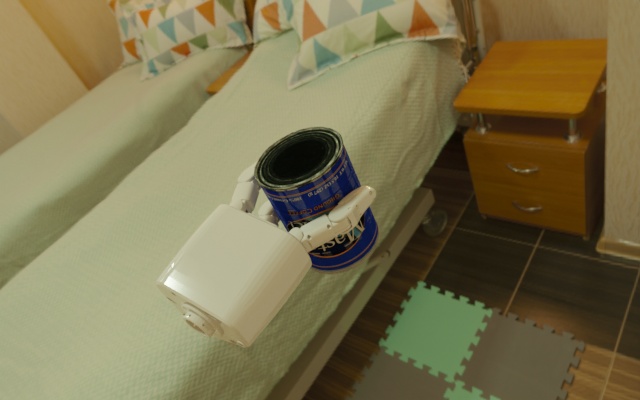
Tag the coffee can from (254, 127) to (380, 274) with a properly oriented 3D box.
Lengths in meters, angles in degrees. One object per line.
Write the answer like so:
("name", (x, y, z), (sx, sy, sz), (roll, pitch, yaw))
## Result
("coffee can", (0.000, 0.002, 0.550), (0.103, 0.140, 0.102), (-16, 39, 13))
